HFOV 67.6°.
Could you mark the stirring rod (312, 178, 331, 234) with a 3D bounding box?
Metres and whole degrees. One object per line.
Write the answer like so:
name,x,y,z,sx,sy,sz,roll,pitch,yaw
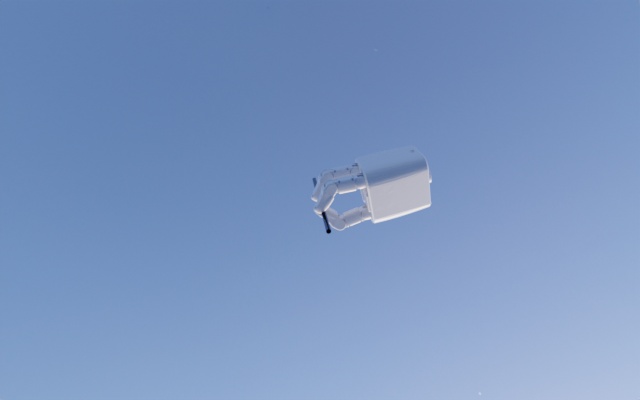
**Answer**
stirring rod,0.000,0.003,0.841,0.011,0.011,0.239,0,22,-6
